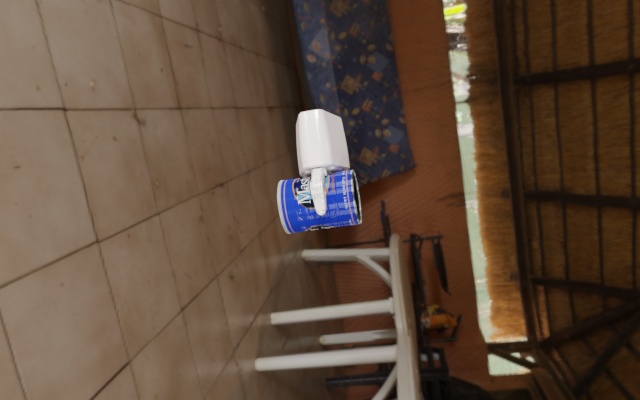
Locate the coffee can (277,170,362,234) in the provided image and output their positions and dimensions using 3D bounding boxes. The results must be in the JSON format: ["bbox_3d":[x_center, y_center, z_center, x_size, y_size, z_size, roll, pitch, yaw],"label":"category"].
[{"bbox_3d":[0.000,0.003,0.894,0.140,0.103,0.103,-8,-1,10],"label":"coffee can"}]
